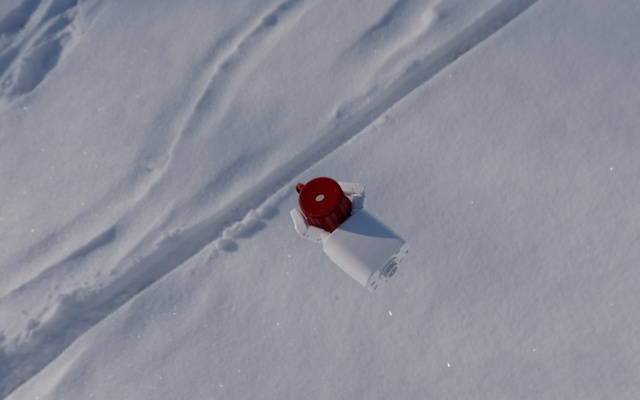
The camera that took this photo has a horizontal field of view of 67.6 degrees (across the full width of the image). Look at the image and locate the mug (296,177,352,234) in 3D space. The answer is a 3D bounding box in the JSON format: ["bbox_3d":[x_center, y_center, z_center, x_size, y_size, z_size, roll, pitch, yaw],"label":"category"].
[{"bbox_3d":[-0.001,0.002,0.878,0.117,0.093,0.081,36,-11,28],"label":"mug"}]
